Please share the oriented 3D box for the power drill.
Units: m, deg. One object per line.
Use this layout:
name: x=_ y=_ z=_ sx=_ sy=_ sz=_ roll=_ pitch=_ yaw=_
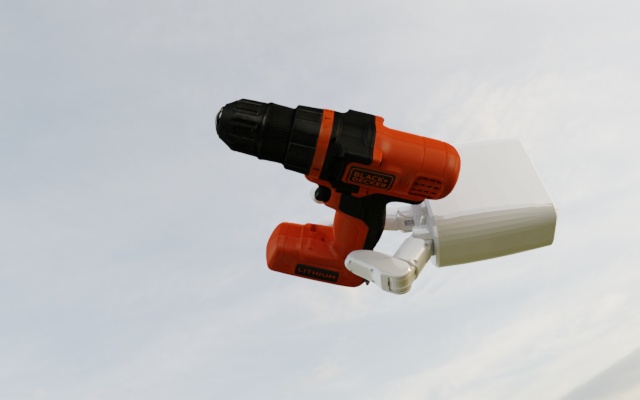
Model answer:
power drill: x=0.000 y=0.002 z=0.409 sx=0.184 sy=0.057 sz=0.188 roll=14 pitch=-37 yaw=-4
